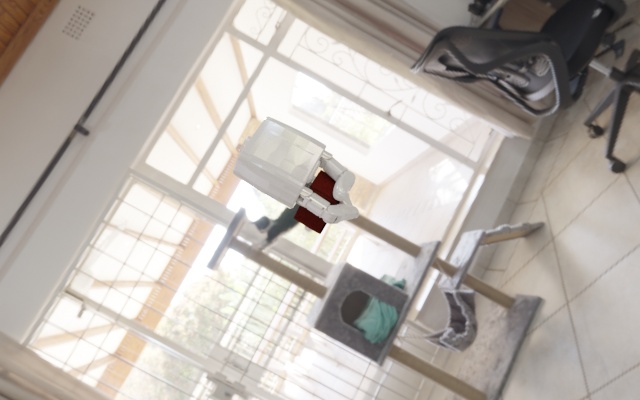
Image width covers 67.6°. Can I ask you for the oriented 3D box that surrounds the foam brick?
[{"bbox_3d":[0.000,0.003,0.755,0.051,0.078,0.053,29,40,0],"label":"foam brick"}]
